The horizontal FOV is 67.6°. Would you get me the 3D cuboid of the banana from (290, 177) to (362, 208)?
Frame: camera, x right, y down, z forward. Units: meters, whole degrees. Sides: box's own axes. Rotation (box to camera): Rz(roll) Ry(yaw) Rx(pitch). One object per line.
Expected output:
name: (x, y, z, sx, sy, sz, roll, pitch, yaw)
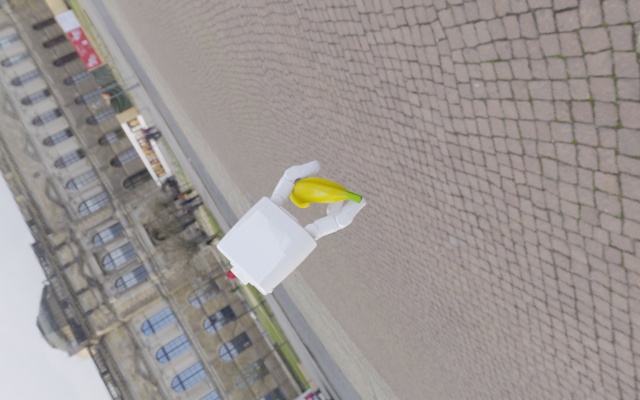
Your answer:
banana: (-0.013, -0.008, 0.753, 0.070, 0.037, 0.198, 36, -15, -21)
